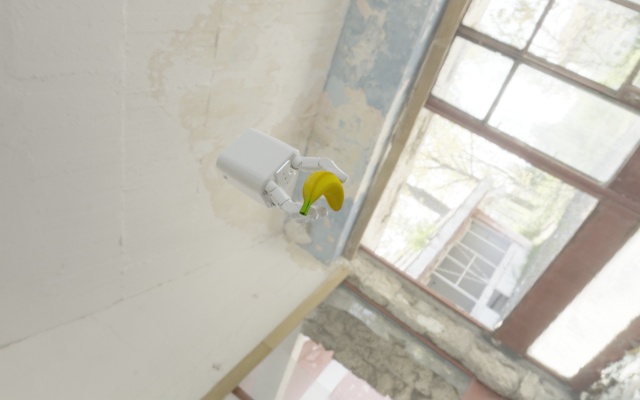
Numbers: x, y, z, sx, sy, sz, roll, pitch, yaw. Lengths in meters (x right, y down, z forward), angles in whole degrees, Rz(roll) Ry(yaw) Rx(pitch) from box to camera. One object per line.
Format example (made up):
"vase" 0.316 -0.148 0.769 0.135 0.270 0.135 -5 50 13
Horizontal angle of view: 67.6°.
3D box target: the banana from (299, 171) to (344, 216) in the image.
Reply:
"banana" 0.006 -0.014 0.786 0.037 0.069 0.198 25 8 17
